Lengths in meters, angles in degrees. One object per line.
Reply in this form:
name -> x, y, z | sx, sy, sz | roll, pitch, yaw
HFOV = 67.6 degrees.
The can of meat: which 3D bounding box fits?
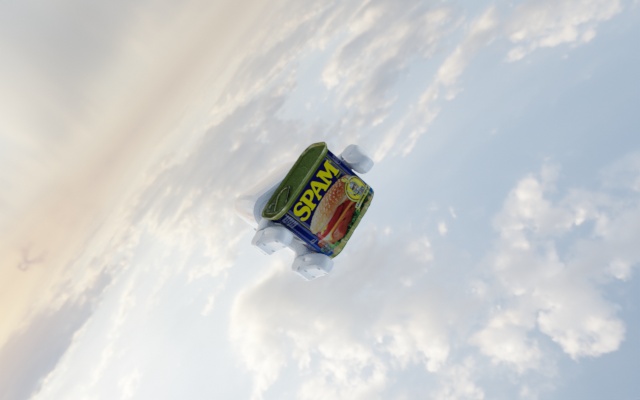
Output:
can of meat -> 0.000, 0.002, 0.524 | 0.084, 0.102, 0.057 | 40, -16, -22
